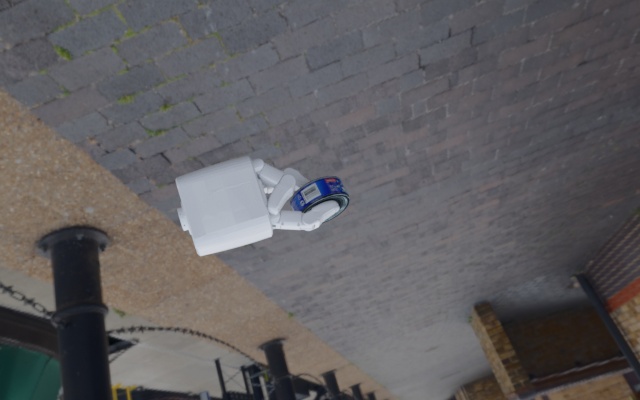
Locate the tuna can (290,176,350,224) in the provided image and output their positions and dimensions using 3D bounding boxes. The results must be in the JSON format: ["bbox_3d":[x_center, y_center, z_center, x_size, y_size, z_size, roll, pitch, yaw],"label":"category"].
[{"bbox_3d":[0.000,0.003,0.713,0.086,0.033,0.086,-21,-26,-11],"label":"tuna can"}]
